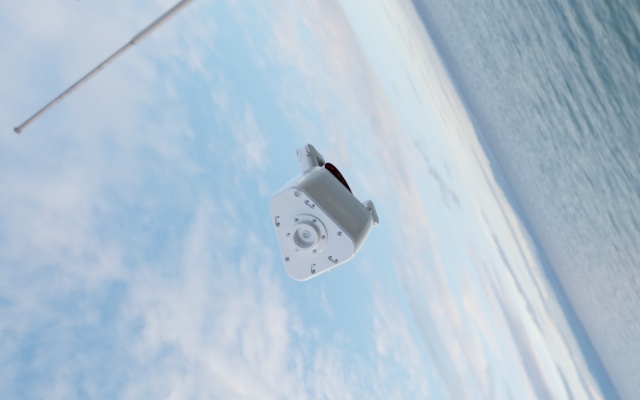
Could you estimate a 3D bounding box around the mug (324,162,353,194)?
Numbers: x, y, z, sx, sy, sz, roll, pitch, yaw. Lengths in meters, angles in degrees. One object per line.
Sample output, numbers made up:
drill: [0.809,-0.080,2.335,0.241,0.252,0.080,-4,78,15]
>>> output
mug: [0.000,0.002,0.693,0.081,0.093,0.117,-27,5,18]
